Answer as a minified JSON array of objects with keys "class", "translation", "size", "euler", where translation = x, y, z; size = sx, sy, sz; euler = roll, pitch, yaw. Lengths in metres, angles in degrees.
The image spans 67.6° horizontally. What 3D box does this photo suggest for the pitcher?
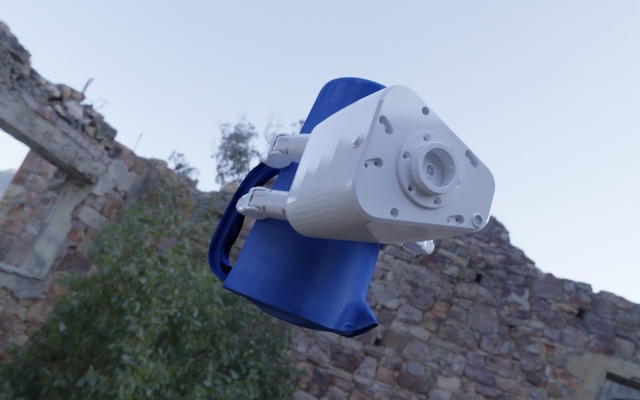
[{"class":"pitcher","translation":[0.000,0.002,0.482],"size":[0.149,0.242,0.145],"euler":[27,-16,-20]}]
